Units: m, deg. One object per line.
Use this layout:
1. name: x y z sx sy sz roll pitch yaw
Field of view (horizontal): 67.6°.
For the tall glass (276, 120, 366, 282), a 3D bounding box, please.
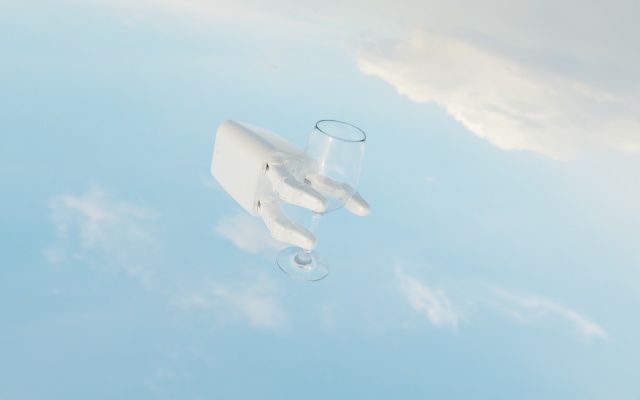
1. tall glass: 0.000 0.003 0.605 0.079 0.201 0.079 13 29 -7
